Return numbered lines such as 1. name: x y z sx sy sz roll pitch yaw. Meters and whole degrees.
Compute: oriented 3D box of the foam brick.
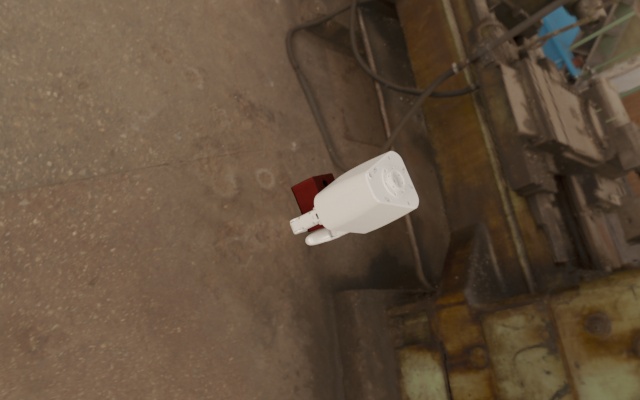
1. foam brick: 0.000 0.002 0.754 0.051 0.078 0.053 -28 -9 39
